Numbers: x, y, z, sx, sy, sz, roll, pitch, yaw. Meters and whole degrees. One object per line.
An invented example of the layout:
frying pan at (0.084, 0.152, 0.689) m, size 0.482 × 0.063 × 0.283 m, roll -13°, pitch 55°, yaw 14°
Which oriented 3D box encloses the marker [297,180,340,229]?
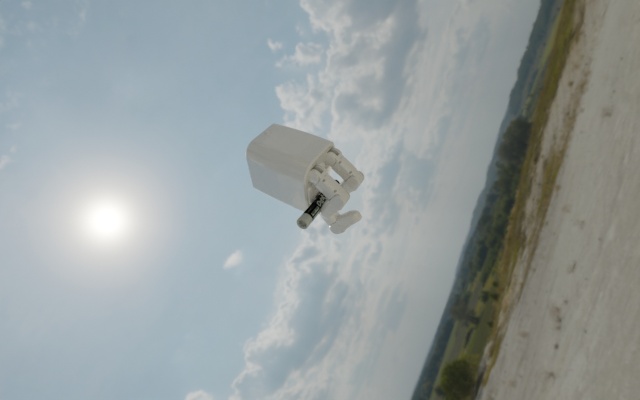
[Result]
marker at (0.000, 0.002, 0.728) m, size 0.020 × 0.020 × 0.121 m, roll 0°, pitch 32°, yaw 32°
